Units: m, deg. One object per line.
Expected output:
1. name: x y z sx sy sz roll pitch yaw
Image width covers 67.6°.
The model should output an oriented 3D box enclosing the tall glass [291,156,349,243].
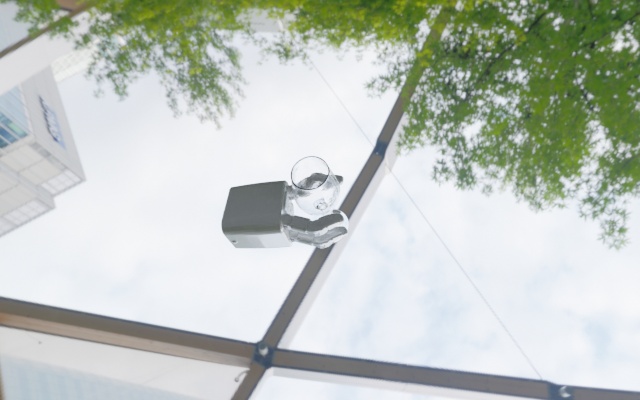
1. tall glass: 0.000 0.003 0.824 0.079 0.079 0.201 0 -27 11
